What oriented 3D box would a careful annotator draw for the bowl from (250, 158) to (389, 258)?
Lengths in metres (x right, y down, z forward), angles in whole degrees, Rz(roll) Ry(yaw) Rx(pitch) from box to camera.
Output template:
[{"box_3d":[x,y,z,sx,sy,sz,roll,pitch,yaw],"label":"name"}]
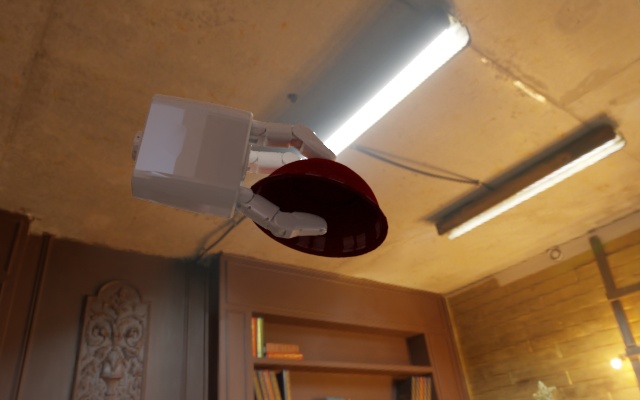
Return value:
[{"box_3d":[0.001,0.002,0.544,0.162,0.055,0.162,10,-35,7],"label":"bowl"}]
